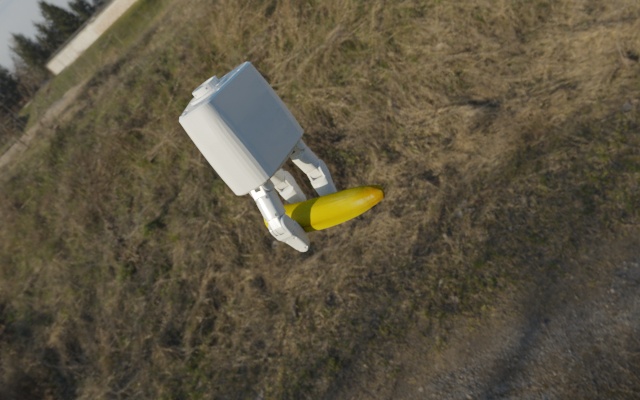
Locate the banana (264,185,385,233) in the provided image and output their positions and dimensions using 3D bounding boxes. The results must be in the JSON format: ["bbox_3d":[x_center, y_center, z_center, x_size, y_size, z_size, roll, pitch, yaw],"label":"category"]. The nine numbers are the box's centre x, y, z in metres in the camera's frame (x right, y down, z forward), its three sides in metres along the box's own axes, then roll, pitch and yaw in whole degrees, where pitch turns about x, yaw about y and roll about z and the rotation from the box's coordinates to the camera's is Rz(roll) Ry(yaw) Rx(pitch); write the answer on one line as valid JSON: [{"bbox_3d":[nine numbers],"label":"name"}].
[{"bbox_3d":[-0.013,0.013,0.585,0.198,0.037,0.069,-10,27,47],"label":"banana"}]
